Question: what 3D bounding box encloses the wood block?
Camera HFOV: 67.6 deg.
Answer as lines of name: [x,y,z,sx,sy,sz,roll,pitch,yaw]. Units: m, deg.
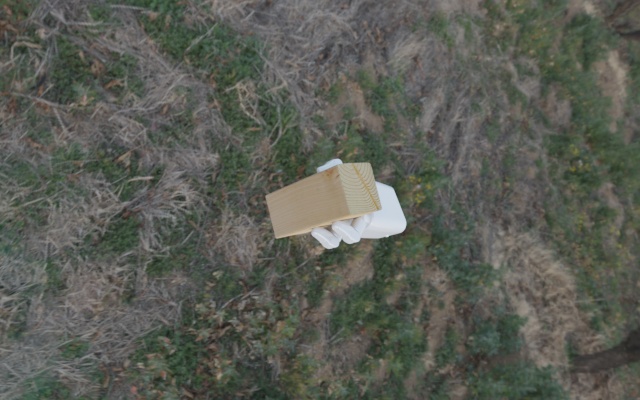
wood block: [0.000,0.003,0.893,0.090,0.091,0.206,-8,-9,-45]
